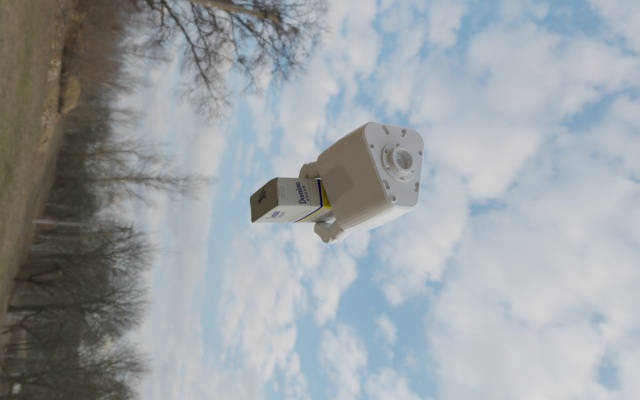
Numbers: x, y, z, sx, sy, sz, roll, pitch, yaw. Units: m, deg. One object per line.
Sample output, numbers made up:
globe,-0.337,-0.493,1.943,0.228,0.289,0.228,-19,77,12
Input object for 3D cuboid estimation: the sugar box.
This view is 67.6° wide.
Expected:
sugar box,0.000,0.002,0.665,0.176,0.048,0.093,4,-18,-29
